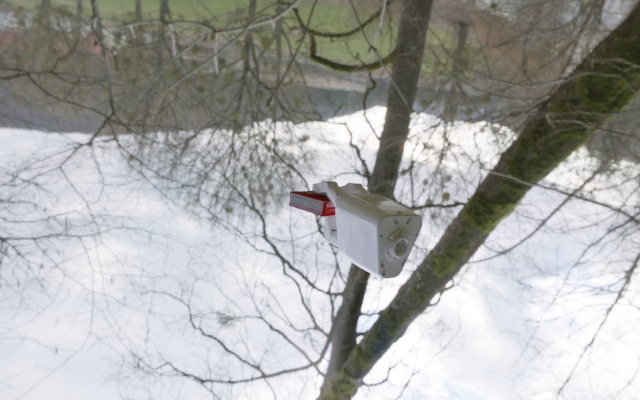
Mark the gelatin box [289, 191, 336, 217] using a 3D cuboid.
[{"bbox_3d":[0.000,0.003,0.846,0.089,0.030,0.073,15,14,42],"label":"gelatin box"}]
